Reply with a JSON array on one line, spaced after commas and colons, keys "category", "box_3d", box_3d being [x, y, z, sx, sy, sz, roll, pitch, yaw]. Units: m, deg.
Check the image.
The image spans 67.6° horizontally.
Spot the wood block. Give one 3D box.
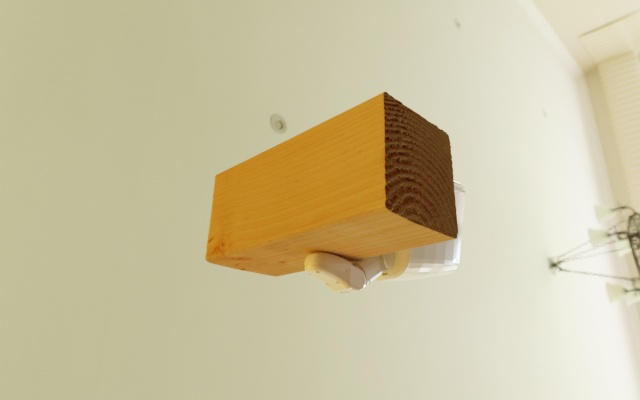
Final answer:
[{"category": "wood block", "box_3d": [0.000, 0.002, 0.408, 0.090, 0.090, 0.206, 21, -29, -41]}]
